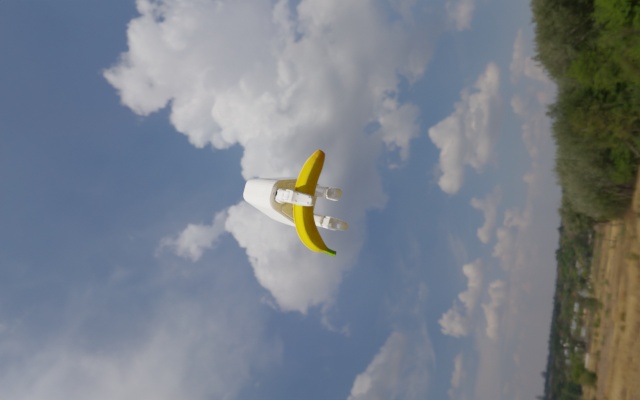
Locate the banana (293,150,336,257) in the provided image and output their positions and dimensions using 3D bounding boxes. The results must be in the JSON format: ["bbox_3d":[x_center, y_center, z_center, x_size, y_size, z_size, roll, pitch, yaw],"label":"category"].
[{"bbox_3d":[-0.017,0.009,0.868,0.069,0.198,0.037,-9,8,-18],"label":"banana"}]
